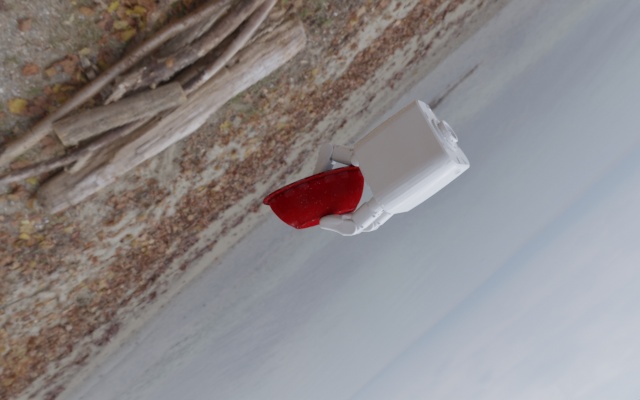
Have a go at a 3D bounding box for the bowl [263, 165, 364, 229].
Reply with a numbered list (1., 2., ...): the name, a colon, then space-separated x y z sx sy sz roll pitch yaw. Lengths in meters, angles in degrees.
1. bowl: -0.001 0.003 0.701 0.162 0.055 0.162 -18 -8 -2
